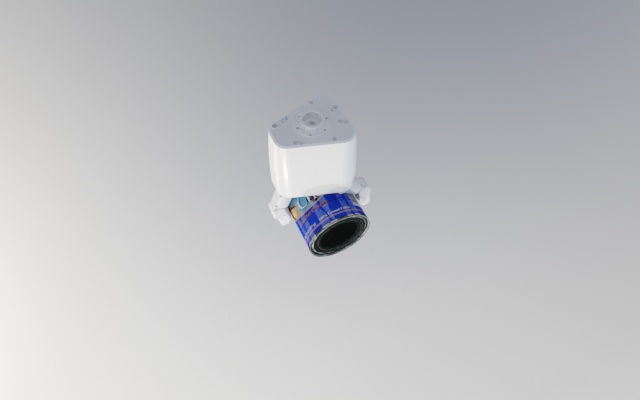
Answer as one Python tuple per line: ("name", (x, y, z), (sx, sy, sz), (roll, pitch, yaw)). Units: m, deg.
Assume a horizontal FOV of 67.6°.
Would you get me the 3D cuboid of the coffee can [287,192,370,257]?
("coffee can", (0.000, 0.002, 0.752), (0.103, 0.140, 0.103), (-21, -31, -14))
